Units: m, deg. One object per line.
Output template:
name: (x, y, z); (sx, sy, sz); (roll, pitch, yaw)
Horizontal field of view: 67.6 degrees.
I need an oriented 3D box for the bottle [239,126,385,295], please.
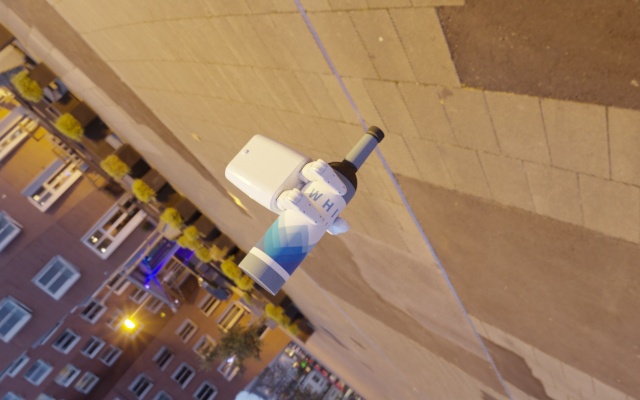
bottle: (0.000, 0.003, 0.707); (0.069, 0.295, 0.069); (36, -16, 12)
